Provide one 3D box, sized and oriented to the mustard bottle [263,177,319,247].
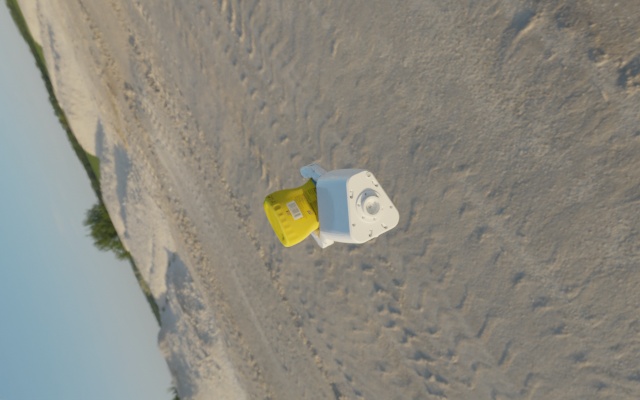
[{"bbox_3d":[0.000,0.003,0.864,0.191,0.096,0.058,-24,-14,-22],"label":"mustard bottle"}]
